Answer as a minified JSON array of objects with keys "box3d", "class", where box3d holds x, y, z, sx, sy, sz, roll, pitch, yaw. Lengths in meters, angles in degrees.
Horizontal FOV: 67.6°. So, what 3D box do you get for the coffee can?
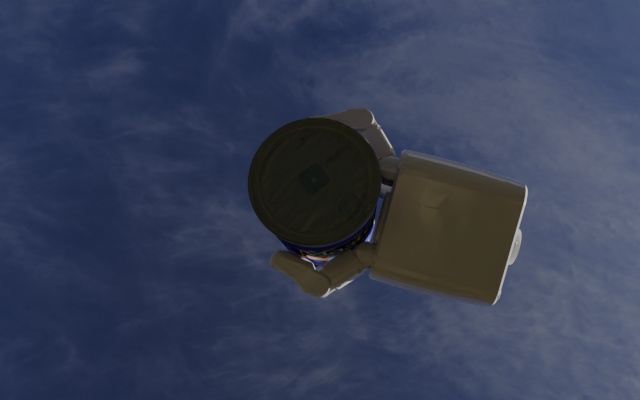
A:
[{"box3d":[0.000,0.001,0.429,0.103,0.102,0.140,0,-15,4],"class":"coffee can"}]
